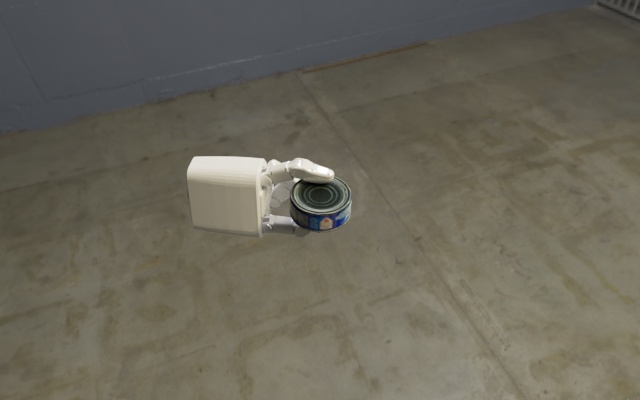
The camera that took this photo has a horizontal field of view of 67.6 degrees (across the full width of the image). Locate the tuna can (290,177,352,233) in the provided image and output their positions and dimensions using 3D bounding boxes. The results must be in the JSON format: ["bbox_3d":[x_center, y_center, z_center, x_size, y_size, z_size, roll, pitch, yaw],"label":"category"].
[{"bbox_3d":[0.000,0.002,0.656,0.086,0.034,0.086,1,42,-1],"label":"tuna can"}]
